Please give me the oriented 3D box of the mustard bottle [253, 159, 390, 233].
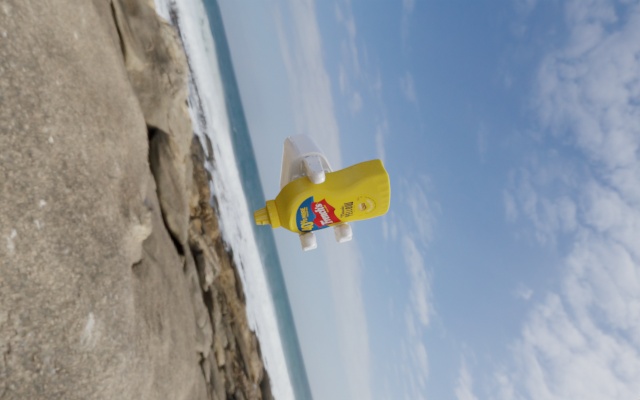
[{"bbox_3d":[0.000,0.002,0.677,0.191,0.058,0.096,-13,-37,-6],"label":"mustard bottle"}]
